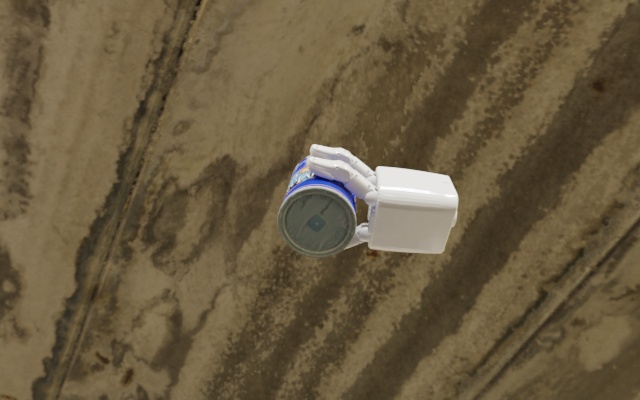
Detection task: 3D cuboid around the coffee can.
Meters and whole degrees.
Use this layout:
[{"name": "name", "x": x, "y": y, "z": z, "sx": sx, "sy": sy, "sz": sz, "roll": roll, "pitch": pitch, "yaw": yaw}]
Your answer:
[{"name": "coffee can", "x": 0.000, "y": 0.002, "z": 0.679, "sx": 0.103, "sy": 0.103, "sz": 0.140, "roll": 0, "pitch": 24, "yaw": 5}]
